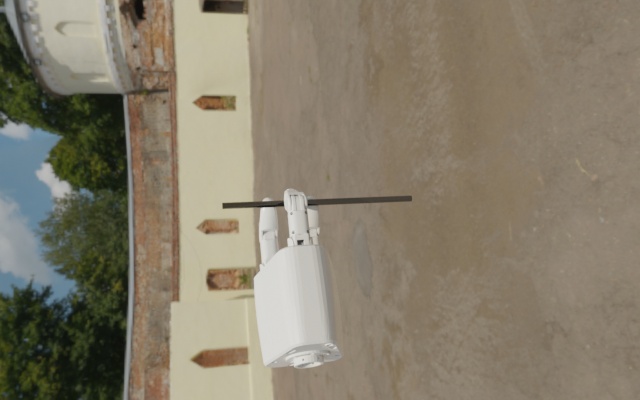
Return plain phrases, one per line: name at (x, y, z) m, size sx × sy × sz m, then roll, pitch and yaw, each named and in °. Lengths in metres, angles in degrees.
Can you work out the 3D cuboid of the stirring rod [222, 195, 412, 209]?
stirring rod at (0.000, 0.002, 0.596) m, size 0.239 × 0.011 × 0.011 m, roll -2°, pitch 0°, yaw -12°
